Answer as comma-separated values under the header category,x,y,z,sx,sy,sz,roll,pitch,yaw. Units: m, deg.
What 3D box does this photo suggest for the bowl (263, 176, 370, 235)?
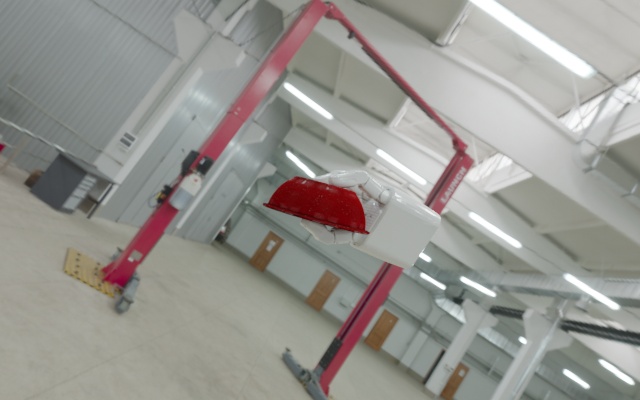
category,x,y,z,sx,sy,sz,roll,pitch,yaw
bowl,-0.001,0.002,0.697,0.162,0.055,0.162,15,1,0
